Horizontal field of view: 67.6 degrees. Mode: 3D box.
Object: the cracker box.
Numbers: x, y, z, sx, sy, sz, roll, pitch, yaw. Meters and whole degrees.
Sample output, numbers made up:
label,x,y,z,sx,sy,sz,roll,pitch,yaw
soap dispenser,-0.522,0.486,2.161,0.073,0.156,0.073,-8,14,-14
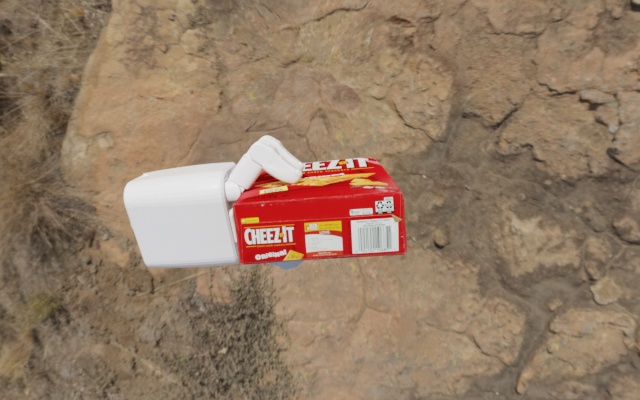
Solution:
label,x,y,z,sx,sy,sz,roll,pitch,yaw
cracker box,0.000,0.002,0.552,0.164,0.072,0.213,-4,14,1
